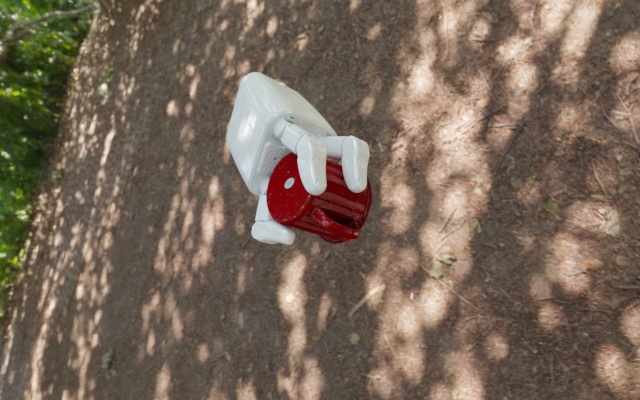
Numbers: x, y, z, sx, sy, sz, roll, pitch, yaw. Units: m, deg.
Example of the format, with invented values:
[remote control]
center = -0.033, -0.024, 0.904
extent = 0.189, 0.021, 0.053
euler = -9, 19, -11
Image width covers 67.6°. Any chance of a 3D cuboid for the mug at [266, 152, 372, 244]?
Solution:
[mug]
center = 0.000, 0.003, 0.512
extent = 0.081, 0.093, 0.117
euler = 19, 27, -41
